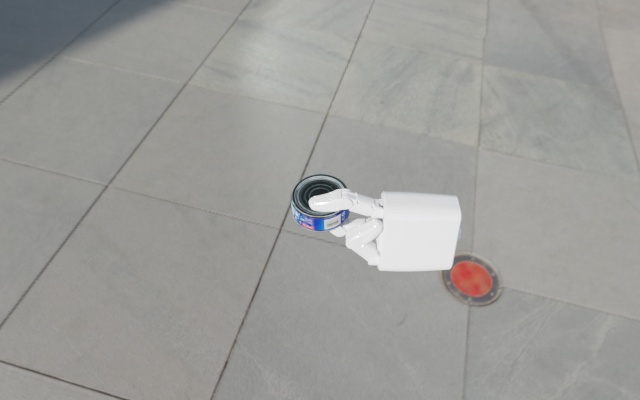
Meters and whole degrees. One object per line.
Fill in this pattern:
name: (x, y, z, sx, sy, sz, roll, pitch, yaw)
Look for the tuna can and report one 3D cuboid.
tuna can: (0.000, 0.002, 0.689, 0.086, 0.086, 0.034, 0, -40, 3)
